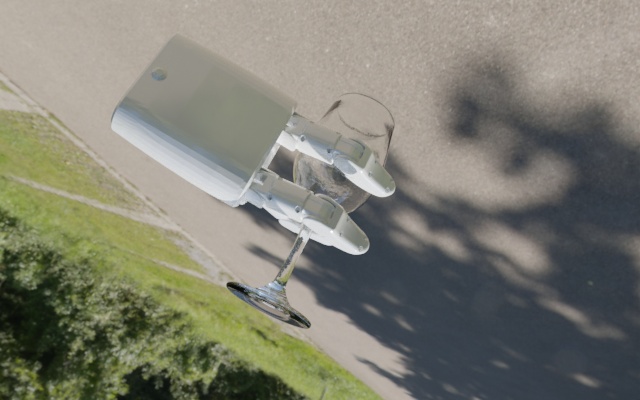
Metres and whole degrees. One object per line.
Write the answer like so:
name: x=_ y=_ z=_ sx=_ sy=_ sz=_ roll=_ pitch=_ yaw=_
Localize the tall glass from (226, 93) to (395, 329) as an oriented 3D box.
tall glass: x=0.000 y=0.002 z=0.412 sx=0.079 sy=0.201 sz=0.079 roll=23 pitch=-23 yaw=10
